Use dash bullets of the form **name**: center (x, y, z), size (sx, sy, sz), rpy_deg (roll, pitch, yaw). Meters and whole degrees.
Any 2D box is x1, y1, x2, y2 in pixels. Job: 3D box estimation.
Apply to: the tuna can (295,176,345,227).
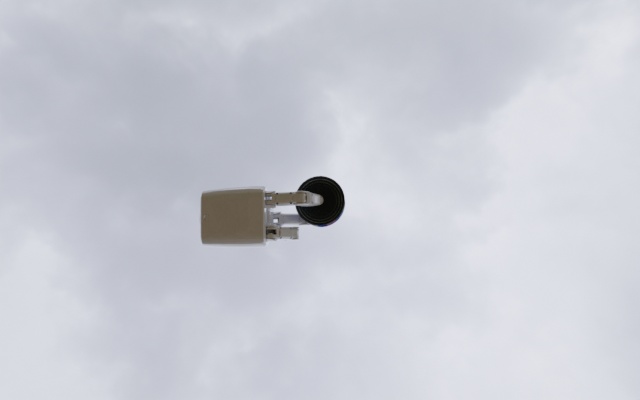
- **tuna can**: center (0.000, 0.003, 0.823), size (0.086, 0.086, 0.034), rpy_deg (0, -9, 6)
